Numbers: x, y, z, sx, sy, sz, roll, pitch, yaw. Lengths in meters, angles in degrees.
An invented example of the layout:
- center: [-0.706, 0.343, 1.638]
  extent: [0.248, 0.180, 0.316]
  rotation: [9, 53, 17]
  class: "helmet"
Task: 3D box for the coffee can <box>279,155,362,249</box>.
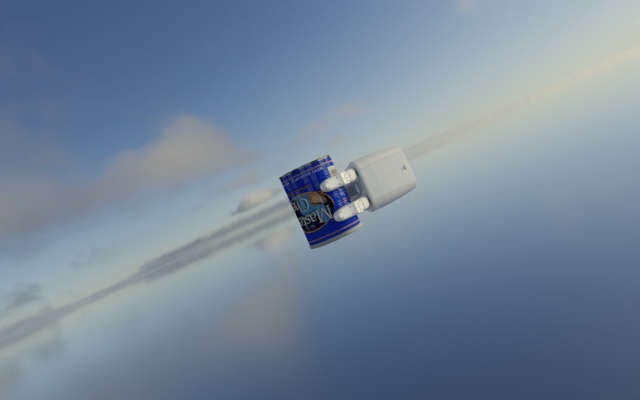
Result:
- center: [0.000, 0.003, 0.859]
  extent: [0.103, 0.140, 0.103]
  rotation: [-24, 1, 0]
  class: "coffee can"
